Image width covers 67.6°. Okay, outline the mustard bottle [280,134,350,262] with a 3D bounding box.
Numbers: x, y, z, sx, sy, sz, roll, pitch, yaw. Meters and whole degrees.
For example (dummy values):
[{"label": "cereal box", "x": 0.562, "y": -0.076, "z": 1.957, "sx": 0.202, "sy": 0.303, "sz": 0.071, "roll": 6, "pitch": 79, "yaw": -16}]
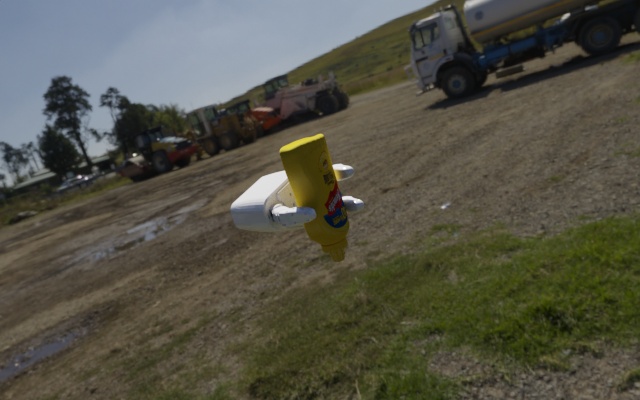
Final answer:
[{"label": "mustard bottle", "x": 0.000, "y": 0.002, "z": 0.714, "sx": 0.058, "sy": 0.192, "sz": 0.096, "roll": -12, "pitch": 13, "yaw": 25}]
